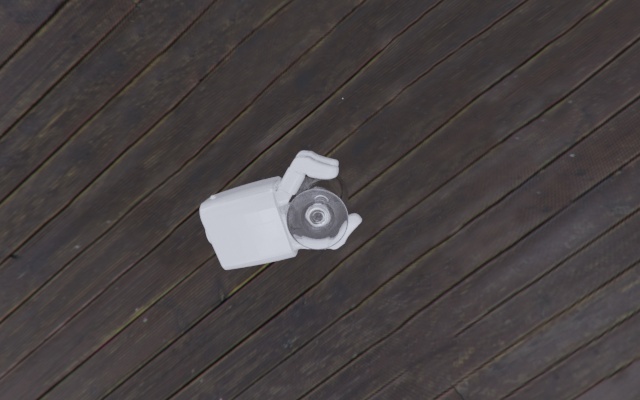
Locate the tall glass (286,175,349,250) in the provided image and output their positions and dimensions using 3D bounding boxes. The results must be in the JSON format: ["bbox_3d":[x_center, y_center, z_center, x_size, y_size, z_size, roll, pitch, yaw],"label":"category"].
[{"bbox_3d":[0.000,0.002,0.660,0.079,0.079,0.201,0,12,3],"label":"tall glass"}]
